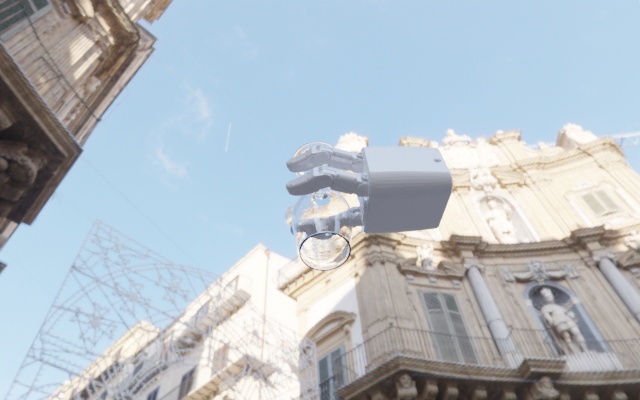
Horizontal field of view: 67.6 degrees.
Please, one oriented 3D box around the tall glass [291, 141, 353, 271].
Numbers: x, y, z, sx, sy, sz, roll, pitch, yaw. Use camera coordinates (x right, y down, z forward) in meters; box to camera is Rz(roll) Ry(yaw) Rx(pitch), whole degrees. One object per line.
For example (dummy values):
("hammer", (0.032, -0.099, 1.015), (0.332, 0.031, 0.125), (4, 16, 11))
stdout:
("tall glass", (0.000, 0.002, 0.641), (0.079, 0.079, 0.201), (0, 36, -4))
